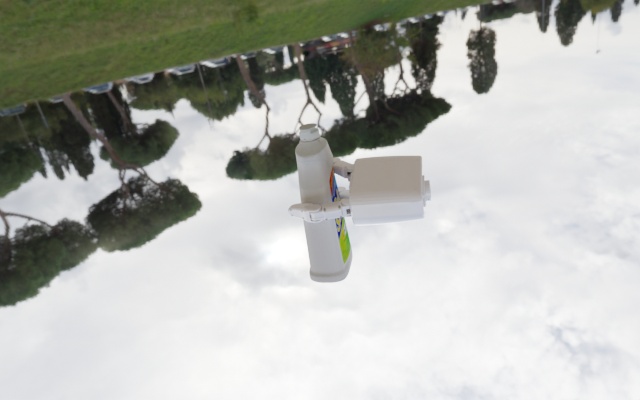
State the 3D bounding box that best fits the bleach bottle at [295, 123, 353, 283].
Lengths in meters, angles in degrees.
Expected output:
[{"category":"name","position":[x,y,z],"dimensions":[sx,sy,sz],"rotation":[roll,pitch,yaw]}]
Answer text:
[{"category":"bleach bottle","position":[0.000,0.003,0.771],"dimensions":[0.068,0.251,0.102],"rotation":[-3,26,15]}]
